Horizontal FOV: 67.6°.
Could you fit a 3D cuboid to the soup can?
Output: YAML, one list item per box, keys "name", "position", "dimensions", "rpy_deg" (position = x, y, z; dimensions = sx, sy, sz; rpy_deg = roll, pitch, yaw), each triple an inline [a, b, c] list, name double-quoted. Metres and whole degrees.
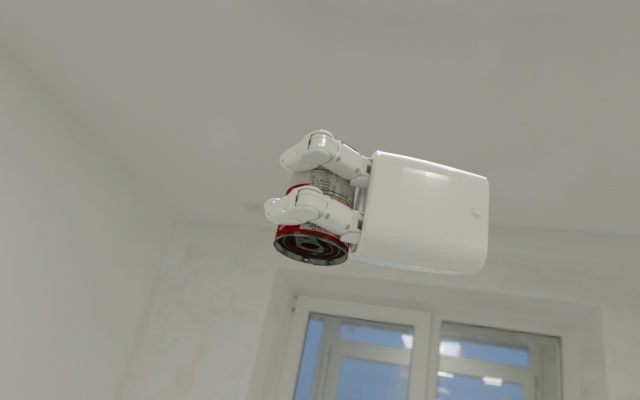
- name: "soup can"
  position: [0.000, 0.001, 0.449]
  dimensions: [0.068, 0.102, 0.068]
  rpy_deg: [9, -26, 5]
